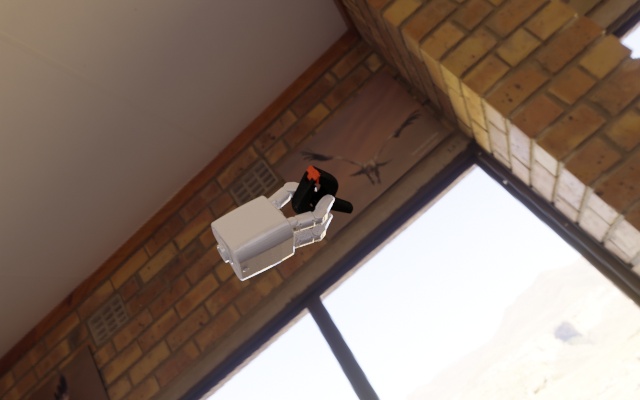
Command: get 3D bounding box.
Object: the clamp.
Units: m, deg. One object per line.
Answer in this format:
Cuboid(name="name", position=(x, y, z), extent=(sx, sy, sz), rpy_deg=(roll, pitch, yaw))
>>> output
Cuboid(name="clamp", position=(0.000, 0.002, 0.884), extent=(0.164, 0.036, 0.210), rpy_deg=(-29, -29, -22))
